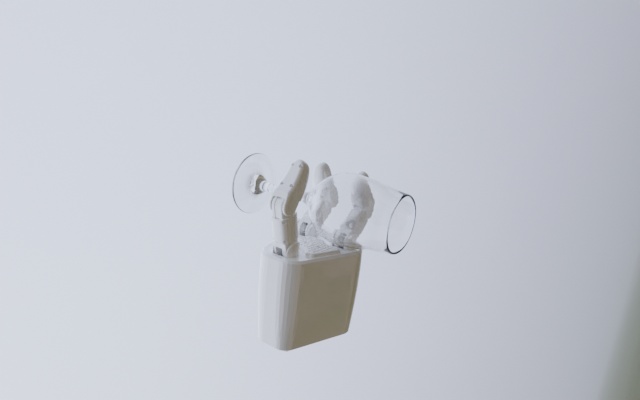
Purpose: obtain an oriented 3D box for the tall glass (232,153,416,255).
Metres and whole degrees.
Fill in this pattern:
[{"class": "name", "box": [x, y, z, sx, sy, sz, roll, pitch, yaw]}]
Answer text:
[{"class": "tall glass", "box": [0.000, 0.001, 0.523, 0.201, 0.079, 0.079, 15, 8, 33]}]
